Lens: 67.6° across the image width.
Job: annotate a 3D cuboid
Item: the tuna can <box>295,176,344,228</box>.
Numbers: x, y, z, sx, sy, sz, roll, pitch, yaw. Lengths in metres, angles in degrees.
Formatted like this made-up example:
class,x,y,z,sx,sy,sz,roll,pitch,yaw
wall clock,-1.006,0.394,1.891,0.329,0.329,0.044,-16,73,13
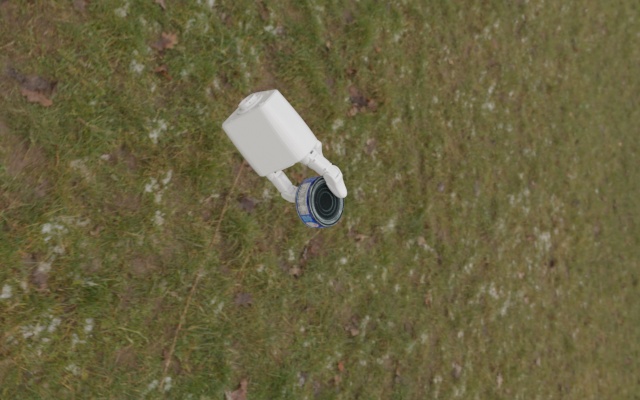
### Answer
class,x,y,z,sx,sy,sz,roll,pitch,yaw
tuna can,0.001,0.003,0.790,0.034,0.086,0.086,-6,-4,44
